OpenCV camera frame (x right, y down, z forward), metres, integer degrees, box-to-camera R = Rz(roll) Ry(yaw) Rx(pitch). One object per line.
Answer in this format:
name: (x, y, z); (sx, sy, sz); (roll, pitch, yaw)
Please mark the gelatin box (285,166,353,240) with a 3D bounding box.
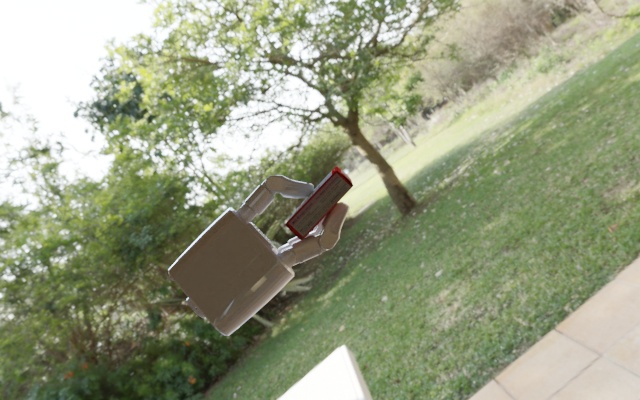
gelatin box: (0.000, 0.001, 0.575); (0.030, 0.089, 0.073); (42, 7, -3)
